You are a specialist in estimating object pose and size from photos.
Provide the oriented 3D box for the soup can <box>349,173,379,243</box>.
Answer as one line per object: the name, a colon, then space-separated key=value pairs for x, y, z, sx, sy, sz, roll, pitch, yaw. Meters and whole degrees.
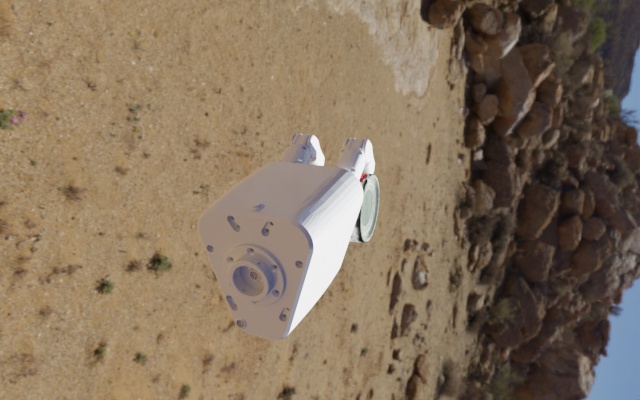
soup can: x=0.001 y=0.001 z=0.468 sx=0.102 sy=0.068 sz=0.068 roll=7 pitch=2 yaw=20
